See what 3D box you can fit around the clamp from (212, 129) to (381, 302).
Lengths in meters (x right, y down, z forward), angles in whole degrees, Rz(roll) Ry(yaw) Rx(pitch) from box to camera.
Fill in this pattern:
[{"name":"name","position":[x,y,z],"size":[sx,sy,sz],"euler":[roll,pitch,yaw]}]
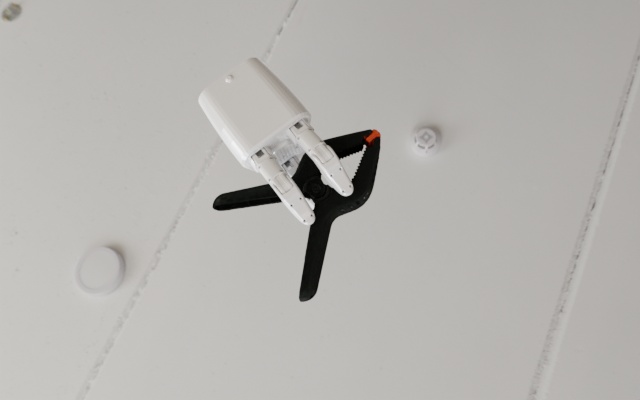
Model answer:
[{"name":"clamp","position":[0.000,0.002,0.559],"size":[0.210,0.164,0.036],"euler":[-37,-16,-5]}]
